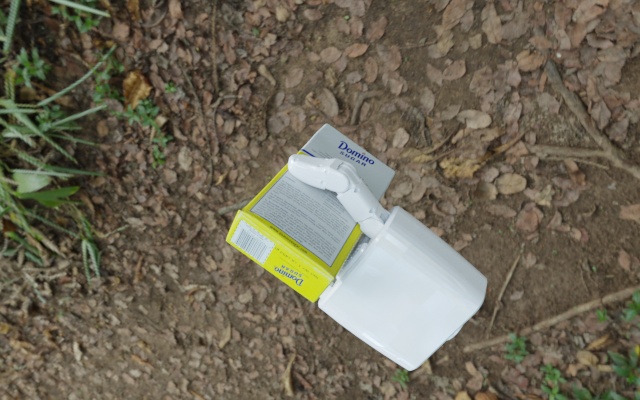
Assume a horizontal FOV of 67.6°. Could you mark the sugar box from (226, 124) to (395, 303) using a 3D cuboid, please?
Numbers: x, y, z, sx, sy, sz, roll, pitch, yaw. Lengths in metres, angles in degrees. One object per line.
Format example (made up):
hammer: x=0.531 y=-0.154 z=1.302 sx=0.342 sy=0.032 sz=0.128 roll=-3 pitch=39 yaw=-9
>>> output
sugar box: x=0.000 y=0.002 z=0.446 sx=0.093 sy=0.048 sz=0.176 roll=36 pitch=38 yaw=2
